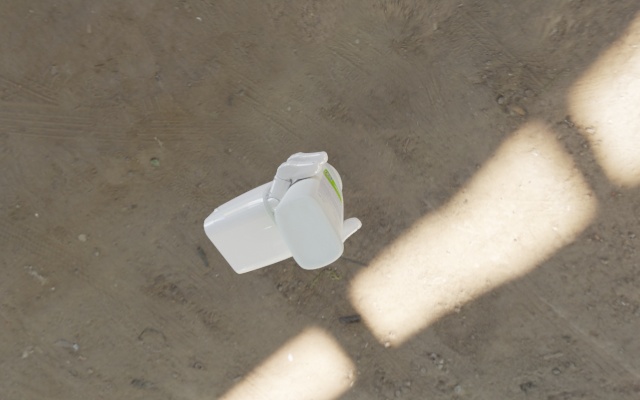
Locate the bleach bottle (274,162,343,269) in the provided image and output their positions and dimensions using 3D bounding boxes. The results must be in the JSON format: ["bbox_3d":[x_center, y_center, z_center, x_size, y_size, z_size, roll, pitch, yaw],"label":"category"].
[{"bbox_3d":[0.000,0.002,0.713,0.068,0.102,0.250,-24,13,15],"label":"bleach bottle"}]
